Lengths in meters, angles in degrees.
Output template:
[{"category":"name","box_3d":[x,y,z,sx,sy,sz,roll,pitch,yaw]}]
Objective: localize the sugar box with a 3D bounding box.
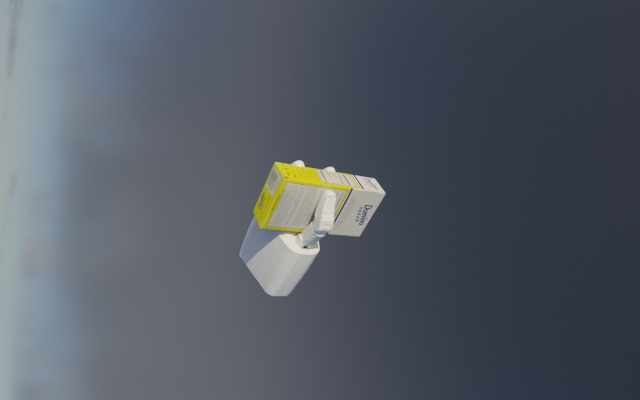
[{"category":"sugar box","box_3d":[0.000,0.002,0.706,0.176,0.093,0.048,6,36,-34]}]
